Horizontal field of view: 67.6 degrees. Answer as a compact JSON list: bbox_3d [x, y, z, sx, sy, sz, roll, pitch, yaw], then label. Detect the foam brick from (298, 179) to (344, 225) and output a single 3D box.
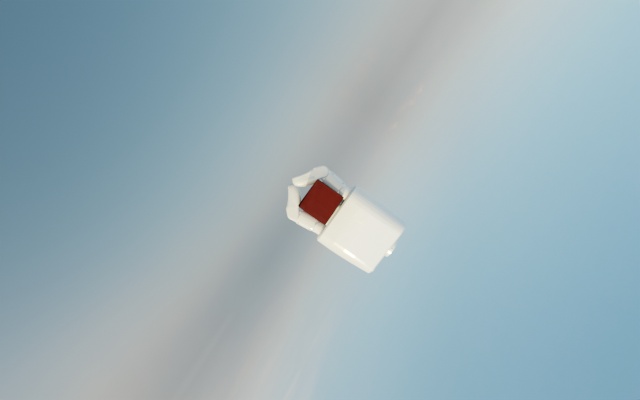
[{"bbox_3d":[0.000,0.002,0.754,0.051,0.053,0.078,36,-1,-1],"label":"foam brick"}]
